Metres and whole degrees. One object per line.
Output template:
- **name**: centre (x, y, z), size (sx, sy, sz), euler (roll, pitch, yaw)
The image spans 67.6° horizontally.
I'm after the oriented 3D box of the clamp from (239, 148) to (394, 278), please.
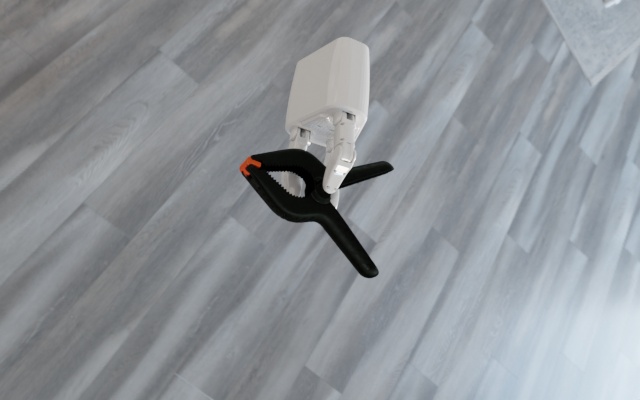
- **clamp**: centre (0.000, 0.001, 0.591), size (0.210, 0.164, 0.036), euler (15, -24, -24)
